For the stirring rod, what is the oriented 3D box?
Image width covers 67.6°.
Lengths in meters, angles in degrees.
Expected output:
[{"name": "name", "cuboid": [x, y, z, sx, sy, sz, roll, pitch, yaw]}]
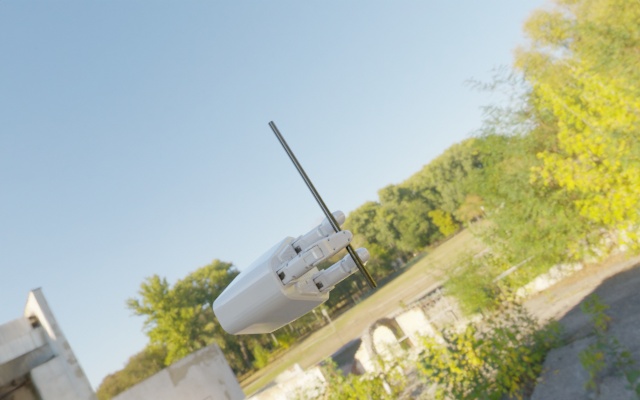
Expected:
[{"name": "stirring rod", "cuboid": [0.000, 0.002, 0.579, 0.011, 0.239, 0.011, -31, -11, -7]}]
